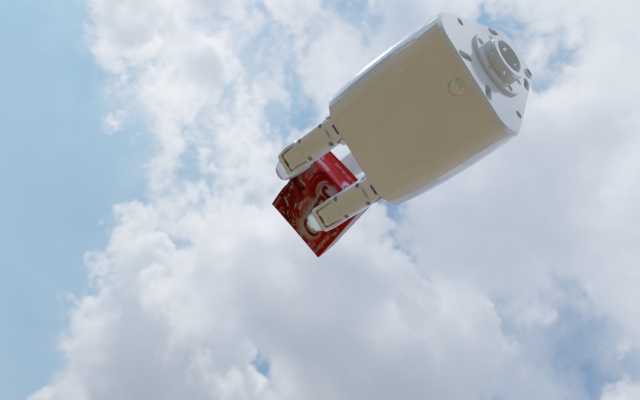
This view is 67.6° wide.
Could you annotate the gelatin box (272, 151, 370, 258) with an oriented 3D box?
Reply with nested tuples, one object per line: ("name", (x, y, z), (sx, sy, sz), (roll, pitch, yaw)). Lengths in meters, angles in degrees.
("gelatin box", (0.000, 0.001, 0.454), (0.030, 0.073, 0.089), (-33, -13, -43))
